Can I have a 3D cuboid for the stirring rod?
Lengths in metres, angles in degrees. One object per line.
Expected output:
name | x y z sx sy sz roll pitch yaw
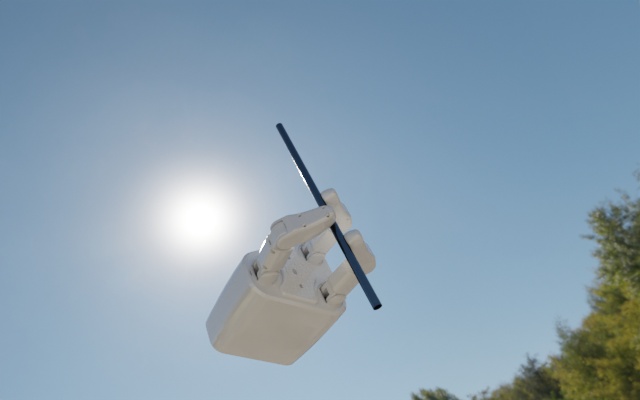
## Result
stirring rod | 0.000 0.002 0.454 0.011 0.011 0.239 0 44 -32
